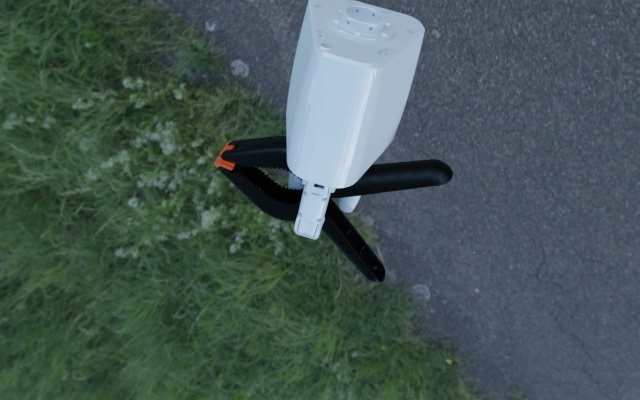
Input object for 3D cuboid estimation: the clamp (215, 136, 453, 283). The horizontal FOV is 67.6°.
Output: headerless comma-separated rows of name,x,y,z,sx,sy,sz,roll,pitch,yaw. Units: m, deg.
clamp,-0.001,0.002,0.465,0.210,0.165,0.036,17,41,3
